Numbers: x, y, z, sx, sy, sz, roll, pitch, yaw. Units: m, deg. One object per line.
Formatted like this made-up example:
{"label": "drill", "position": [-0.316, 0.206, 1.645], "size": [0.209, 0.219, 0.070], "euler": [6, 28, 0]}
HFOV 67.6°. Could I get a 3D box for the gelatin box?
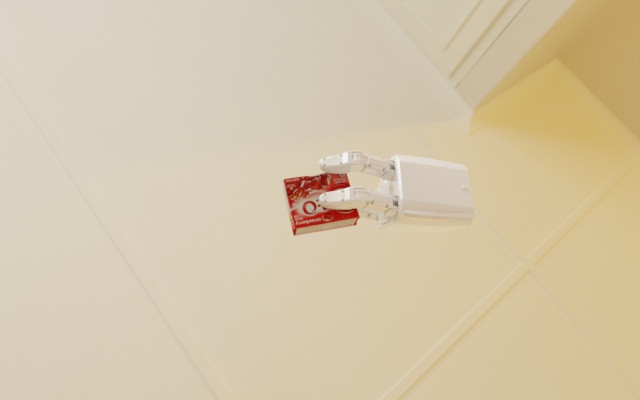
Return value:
{"label": "gelatin box", "position": [0.000, 0.002, 0.632], "size": [0.089, 0.073, 0.030], "euler": [-9, -24, -12]}
